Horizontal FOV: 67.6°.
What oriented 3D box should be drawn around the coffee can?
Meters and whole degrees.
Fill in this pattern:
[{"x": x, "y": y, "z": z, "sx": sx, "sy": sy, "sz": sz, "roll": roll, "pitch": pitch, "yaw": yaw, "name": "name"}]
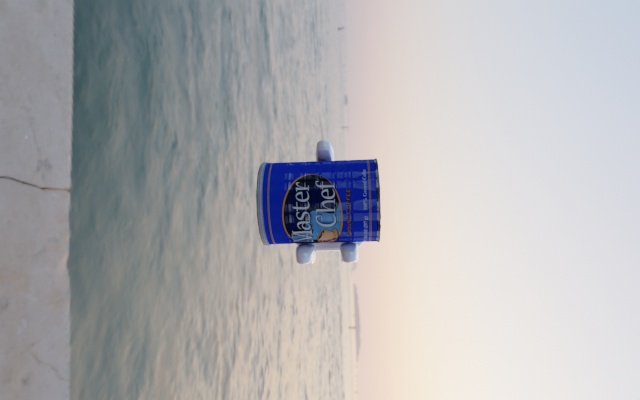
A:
[{"x": 0.000, "y": 0.002, "z": 0.585, "sx": 0.140, "sy": 0.103, "sz": 0.103, "roll": -2, "pitch": 0, "yaw": 3, "name": "coffee can"}]
